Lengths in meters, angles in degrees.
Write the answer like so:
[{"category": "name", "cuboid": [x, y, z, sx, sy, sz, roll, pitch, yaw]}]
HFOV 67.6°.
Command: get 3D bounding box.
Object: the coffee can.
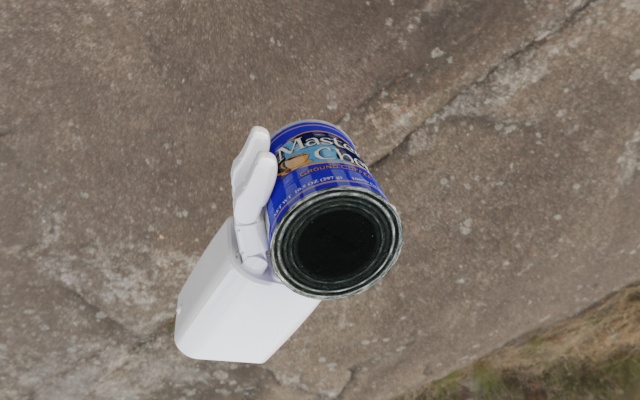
[{"category": "coffee can", "cuboid": [0.000, 0.001, 0.416, 0.103, 0.103, 0.140, 0, 29, -12]}]
